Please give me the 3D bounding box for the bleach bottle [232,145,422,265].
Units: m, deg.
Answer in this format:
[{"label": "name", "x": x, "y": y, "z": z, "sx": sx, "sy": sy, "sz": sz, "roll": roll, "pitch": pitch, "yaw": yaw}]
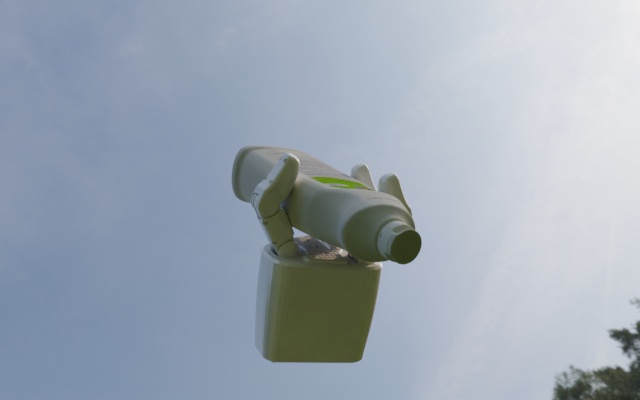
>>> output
[{"label": "bleach bottle", "x": 0.000, "y": 0.001, "z": 0.459, "sx": 0.102, "sy": 0.068, "sz": 0.250, "roll": 1, "pitch": 15, "yaw": -28}]
